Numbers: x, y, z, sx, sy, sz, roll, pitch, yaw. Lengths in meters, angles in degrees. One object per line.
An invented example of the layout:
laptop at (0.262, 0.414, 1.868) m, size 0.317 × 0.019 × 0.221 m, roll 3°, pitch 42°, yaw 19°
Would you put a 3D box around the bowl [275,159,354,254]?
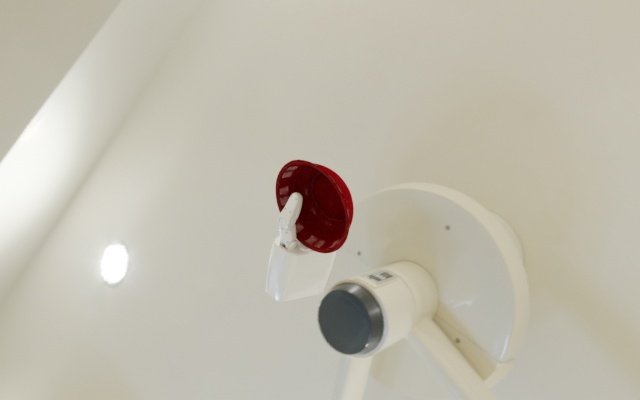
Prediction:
bowl at (0.001, 0.001, 0.781) m, size 0.162 × 0.162 × 0.055 m, roll 0°, pitch 21°, yaw 46°
